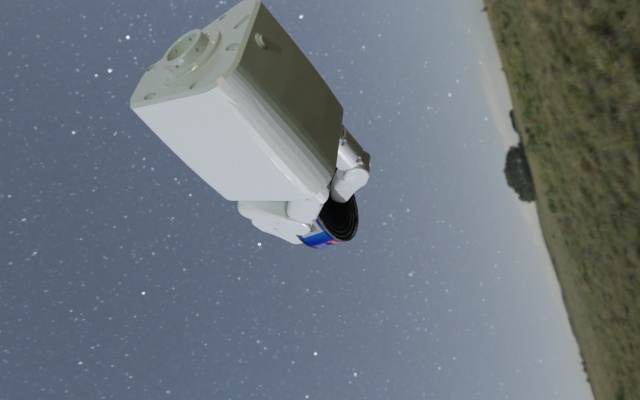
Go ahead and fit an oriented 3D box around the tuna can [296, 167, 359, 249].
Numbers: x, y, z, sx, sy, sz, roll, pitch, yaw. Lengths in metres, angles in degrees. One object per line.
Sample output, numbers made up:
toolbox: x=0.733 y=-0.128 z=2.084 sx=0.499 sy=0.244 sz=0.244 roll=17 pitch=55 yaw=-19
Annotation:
tuna can: x=0.000 y=0.002 z=0.452 sx=0.034 sy=0.086 sz=0.086 roll=-20 pitch=-10 yaw=29
